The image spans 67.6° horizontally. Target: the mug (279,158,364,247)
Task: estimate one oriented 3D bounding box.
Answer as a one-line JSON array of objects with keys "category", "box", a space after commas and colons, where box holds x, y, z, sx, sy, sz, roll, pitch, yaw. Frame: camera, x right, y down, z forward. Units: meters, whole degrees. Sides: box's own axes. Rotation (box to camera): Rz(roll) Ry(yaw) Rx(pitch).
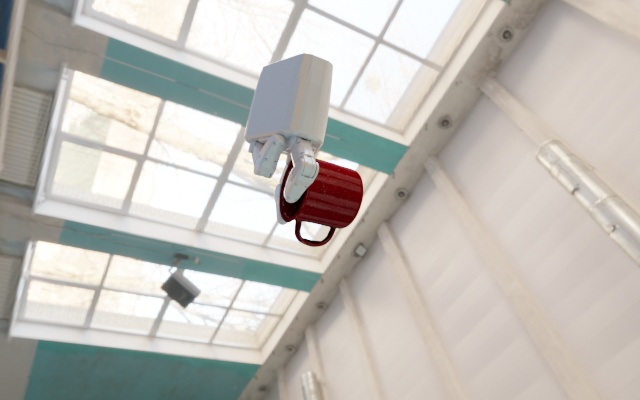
[{"category": "mug", "box": [0.000, 0.003, 0.616, 0.081, 0.117, 0.093, 13, -9, -25]}]
